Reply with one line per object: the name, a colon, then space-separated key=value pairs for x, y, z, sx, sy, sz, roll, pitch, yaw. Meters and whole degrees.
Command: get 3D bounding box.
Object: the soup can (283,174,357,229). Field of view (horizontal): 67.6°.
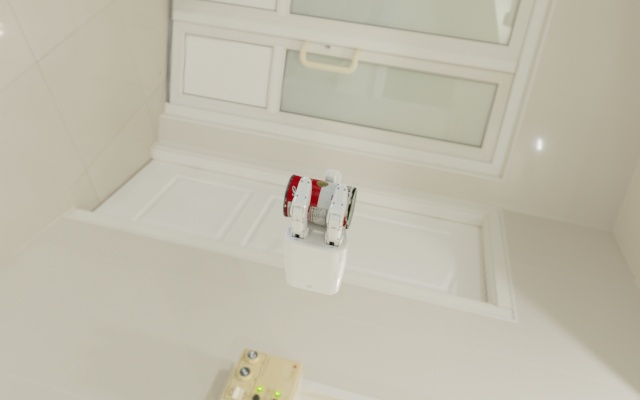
soup can: x=0.000 y=0.002 z=0.739 sx=0.102 sy=0.068 sz=0.068 roll=12 pitch=2 yaw=9
